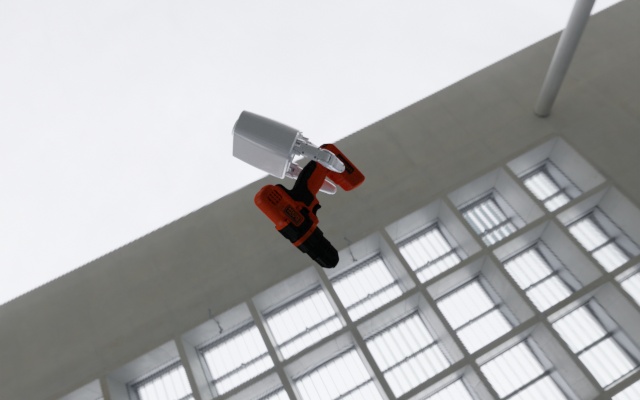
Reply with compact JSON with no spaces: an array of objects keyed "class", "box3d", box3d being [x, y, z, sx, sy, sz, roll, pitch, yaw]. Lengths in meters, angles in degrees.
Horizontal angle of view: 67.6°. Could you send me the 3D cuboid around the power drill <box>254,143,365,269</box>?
[{"class":"power drill","box3d":[0.000,0.002,0.845,0.187,0.184,0.057,-51,12,-32]}]
